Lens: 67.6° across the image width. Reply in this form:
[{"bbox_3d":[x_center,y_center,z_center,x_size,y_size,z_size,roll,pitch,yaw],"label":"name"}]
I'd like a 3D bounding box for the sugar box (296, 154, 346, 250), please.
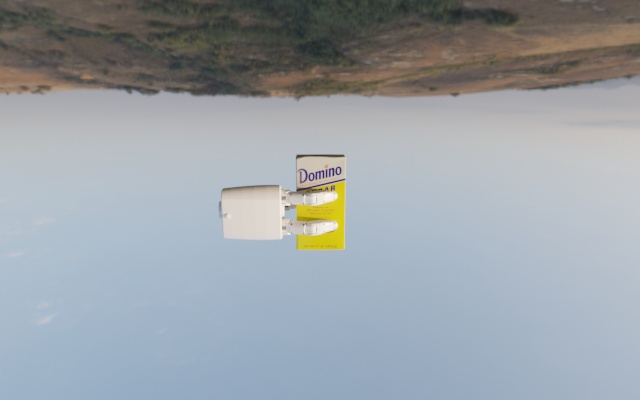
[{"bbox_3d":[0.000,0.003,0.891,0.093,0.176,0.048,-1,14,-2],"label":"sugar box"}]
